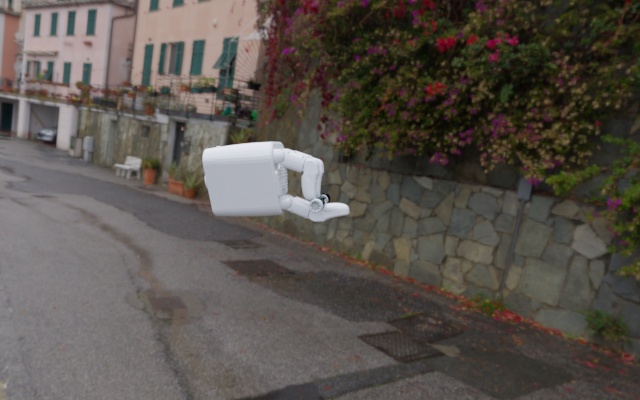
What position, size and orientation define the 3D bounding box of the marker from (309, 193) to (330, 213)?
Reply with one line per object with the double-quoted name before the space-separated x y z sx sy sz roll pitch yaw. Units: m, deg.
"marker" 0.000 0.002 0.726 0.020 0.020 0.121 0 6 7
